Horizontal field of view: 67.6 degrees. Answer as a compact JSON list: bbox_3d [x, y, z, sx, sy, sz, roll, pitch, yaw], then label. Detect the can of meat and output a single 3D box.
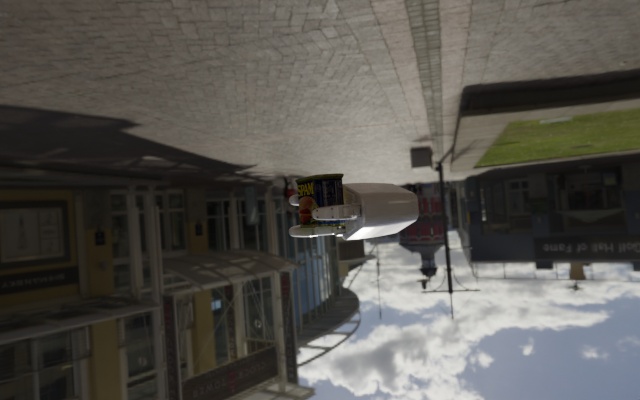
[{"bbox_3d":[0.000,0.003,0.788,0.057,0.084,0.102,-4,-2,-24],"label":"can of meat"}]
